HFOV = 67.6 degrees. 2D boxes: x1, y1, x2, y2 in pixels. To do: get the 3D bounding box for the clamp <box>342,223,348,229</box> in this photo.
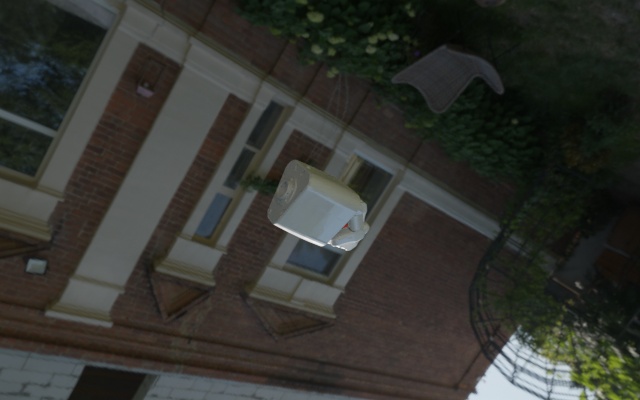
[{"bbox_3d":[0.000,0.004,0.892,0.120,0.039,0.171,26,10,-34],"label":"clamp"}]
